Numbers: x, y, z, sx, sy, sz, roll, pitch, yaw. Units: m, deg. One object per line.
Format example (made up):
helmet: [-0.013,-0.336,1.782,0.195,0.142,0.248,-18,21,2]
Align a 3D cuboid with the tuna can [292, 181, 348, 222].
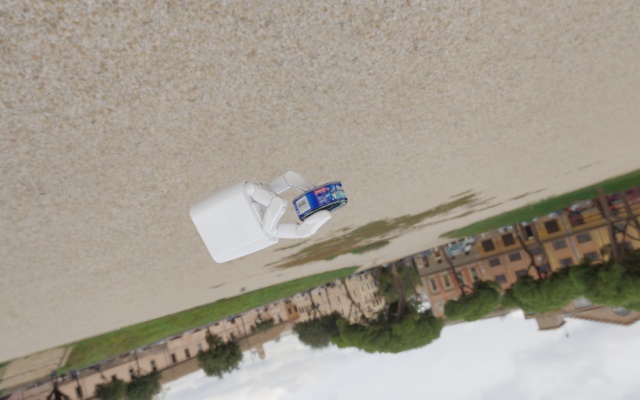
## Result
tuna can: [0.000,0.003,0.765,0.086,0.033,0.086,-22,-11,-4]
